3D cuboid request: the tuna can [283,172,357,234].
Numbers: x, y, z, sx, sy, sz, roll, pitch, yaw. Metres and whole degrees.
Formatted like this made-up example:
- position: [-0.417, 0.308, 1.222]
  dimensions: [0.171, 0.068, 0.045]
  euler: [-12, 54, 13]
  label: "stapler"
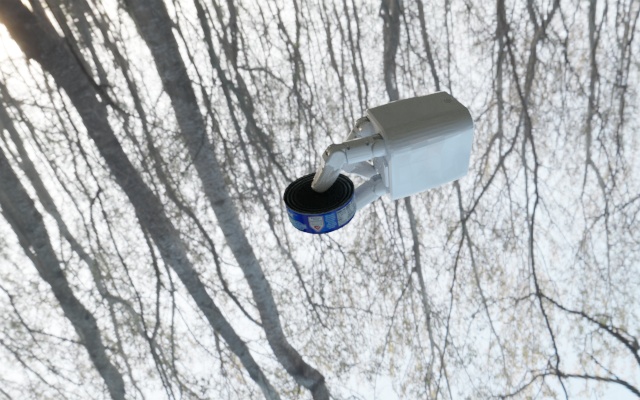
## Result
- position: [0.000, 0.002, 0.574]
  dimensions: [0.086, 0.034, 0.086]
  euler: [-7, 36, 5]
  label: "tuna can"
